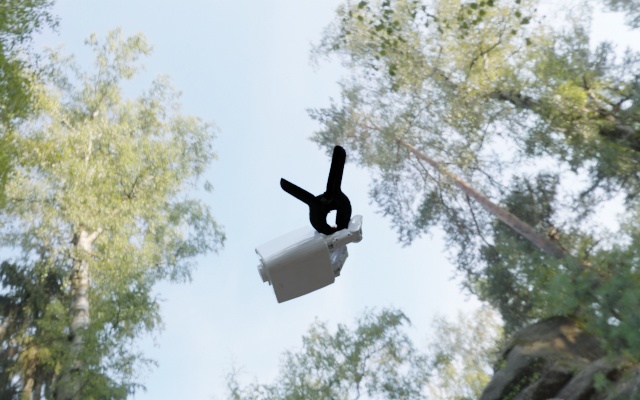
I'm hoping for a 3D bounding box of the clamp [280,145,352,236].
[{"bbox_3d":[0.000,0.002,0.794,0.120,0.172,0.039,-21,31,-14],"label":"clamp"}]
